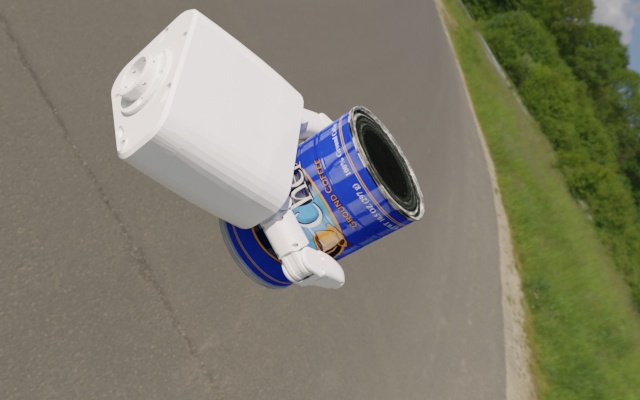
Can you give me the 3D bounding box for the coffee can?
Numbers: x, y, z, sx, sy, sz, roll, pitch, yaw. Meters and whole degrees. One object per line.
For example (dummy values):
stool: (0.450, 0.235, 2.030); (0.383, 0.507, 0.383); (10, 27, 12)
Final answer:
coffee can: (0.000, 0.002, 0.403); (0.140, 0.102, 0.103); (-30, -14, 25)
